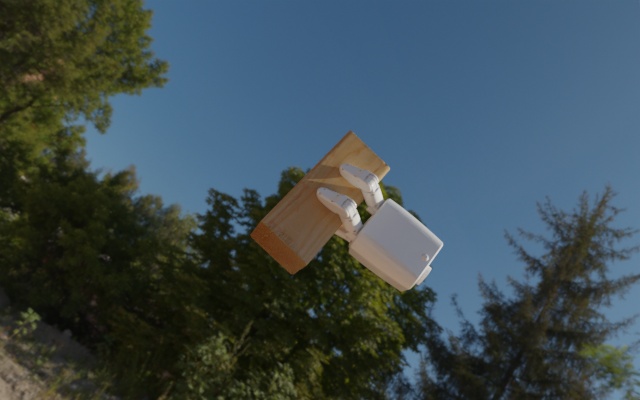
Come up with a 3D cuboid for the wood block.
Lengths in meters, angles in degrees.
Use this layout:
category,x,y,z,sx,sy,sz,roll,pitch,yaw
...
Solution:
category,x,y,z,sx,sy,sz,roll,pitch,yaw
wood block,0.000,0.003,0.730,0.206,0.090,0.091,-47,1,-25
